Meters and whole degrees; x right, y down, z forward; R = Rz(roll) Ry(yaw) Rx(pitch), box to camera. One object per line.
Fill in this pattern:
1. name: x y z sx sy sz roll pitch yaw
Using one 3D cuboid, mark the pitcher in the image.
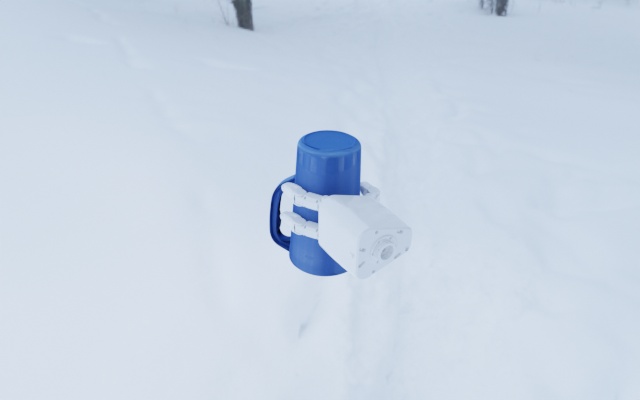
1. pitcher: 0.000 0.003 0.854 0.149 0.243 0.145 -14 33 -27
